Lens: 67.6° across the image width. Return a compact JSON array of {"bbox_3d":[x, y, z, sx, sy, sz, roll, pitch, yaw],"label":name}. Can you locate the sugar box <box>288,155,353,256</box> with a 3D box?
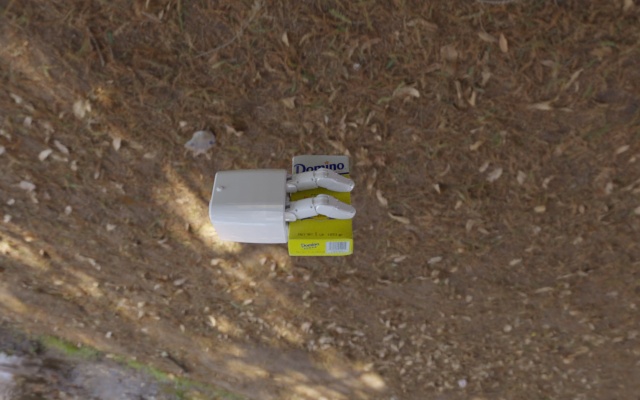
[{"bbox_3d":[0.000,0.002,0.733,0.093,0.176,0.048,0,-40,-1],"label":"sugar box"}]
